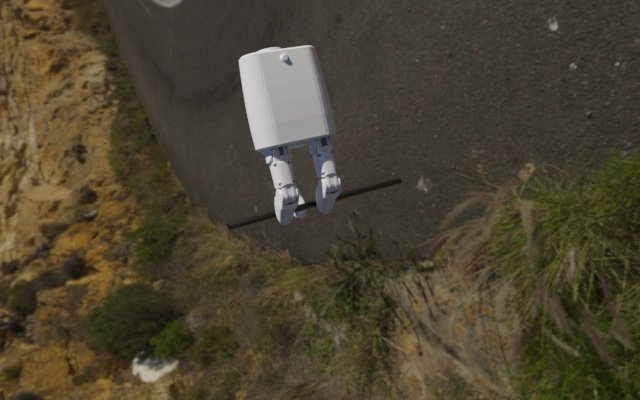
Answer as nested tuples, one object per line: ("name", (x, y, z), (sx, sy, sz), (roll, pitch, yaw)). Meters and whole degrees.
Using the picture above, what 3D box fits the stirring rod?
("stirring rod", (0.000, 0.002, 0.605), (0.239, 0.011, 0.011), (-15, 6, -21))
